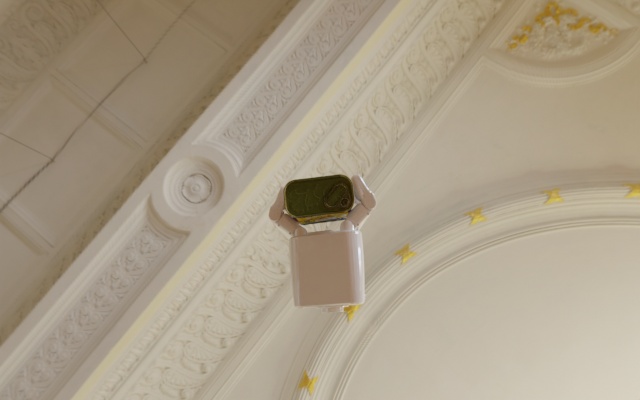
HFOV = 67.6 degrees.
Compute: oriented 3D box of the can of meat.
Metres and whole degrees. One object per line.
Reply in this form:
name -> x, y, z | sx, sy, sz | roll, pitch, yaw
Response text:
can of meat -> 0.000, 0.002, 0.728 | 0.102, 0.057, 0.084 | -7, -13, 2
